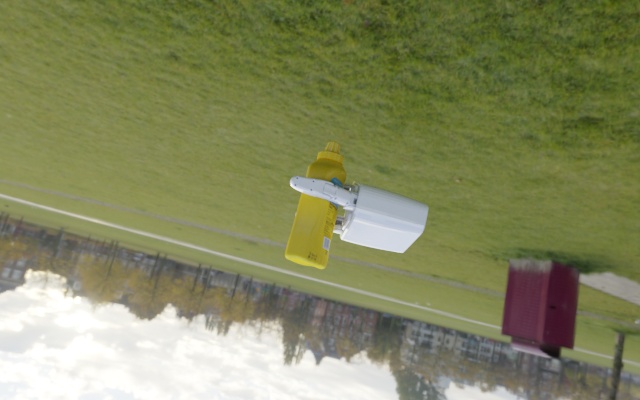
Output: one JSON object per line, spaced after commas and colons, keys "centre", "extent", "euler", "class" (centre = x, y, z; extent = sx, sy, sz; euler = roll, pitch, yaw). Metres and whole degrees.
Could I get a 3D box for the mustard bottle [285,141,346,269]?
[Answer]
{"centre": [0.000, 0.003, 0.719], "extent": [0.058, 0.191, 0.096], "euler": [10, -12, 20], "class": "mustard bottle"}
